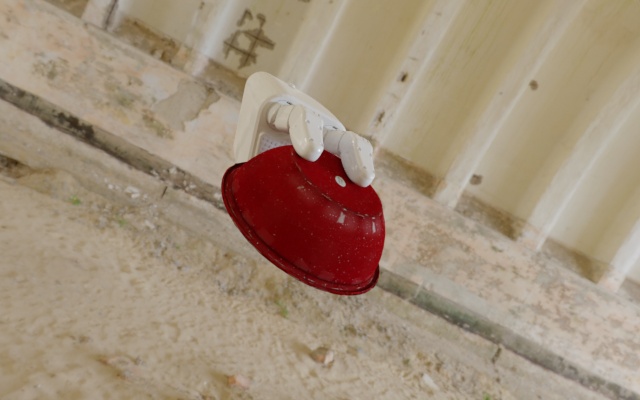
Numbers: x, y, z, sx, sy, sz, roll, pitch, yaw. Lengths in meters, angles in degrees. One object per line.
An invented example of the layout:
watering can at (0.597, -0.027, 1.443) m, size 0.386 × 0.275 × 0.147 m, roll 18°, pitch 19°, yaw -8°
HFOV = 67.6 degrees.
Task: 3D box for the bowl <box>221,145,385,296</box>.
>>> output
bowl at (0.001, 0.002, 0.405) m, size 0.162 × 0.055 × 0.162 m, roll 30°, pitch 25°, yaw -16°
